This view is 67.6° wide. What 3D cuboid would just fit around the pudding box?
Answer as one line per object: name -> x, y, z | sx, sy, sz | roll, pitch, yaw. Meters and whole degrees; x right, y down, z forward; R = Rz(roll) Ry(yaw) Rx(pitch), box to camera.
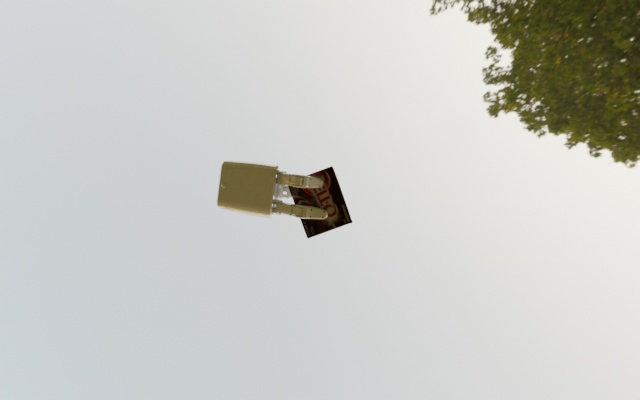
pudding box -> 0.000, 0.003, 0.890 | 0.090, 0.113, 0.039 | -20, 2, 6
